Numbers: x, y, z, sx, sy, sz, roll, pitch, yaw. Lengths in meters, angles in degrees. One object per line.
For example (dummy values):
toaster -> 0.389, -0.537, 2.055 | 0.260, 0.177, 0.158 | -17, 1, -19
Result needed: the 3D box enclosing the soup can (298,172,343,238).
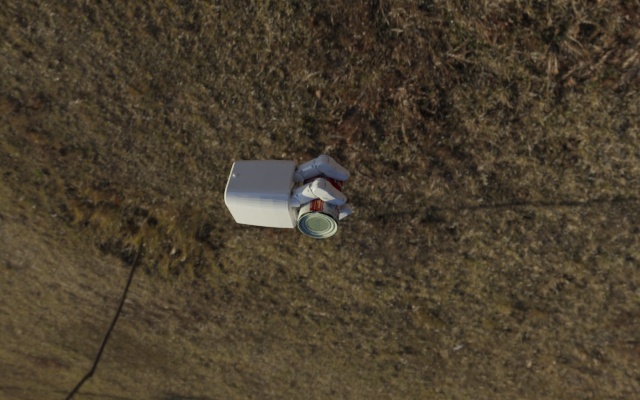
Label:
soup can -> 0.001, 0.003, 0.792 | 0.068, 0.102, 0.069 | 4, -41, 4
